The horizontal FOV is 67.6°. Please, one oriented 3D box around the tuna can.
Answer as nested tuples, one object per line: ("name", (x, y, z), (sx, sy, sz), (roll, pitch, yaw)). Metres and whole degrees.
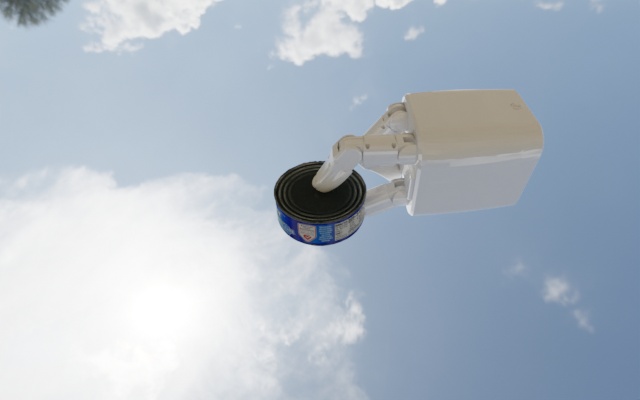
("tuna can", (0.000, 0.002, 0.451), (0.086, 0.034, 0.086), (-1, 43, 1))
